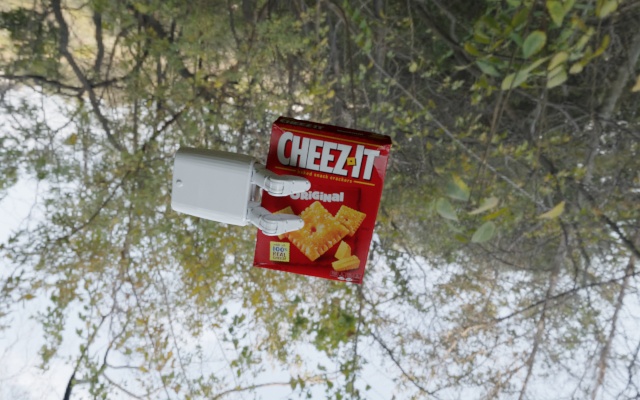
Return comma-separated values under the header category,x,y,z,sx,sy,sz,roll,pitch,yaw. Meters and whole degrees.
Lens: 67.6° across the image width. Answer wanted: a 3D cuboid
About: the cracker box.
category,x,y,z,sx,sy,sz,roll,pitch,yaw
cracker box,0.000,0.002,0.682,0.164,0.214,0.072,10,18,1
